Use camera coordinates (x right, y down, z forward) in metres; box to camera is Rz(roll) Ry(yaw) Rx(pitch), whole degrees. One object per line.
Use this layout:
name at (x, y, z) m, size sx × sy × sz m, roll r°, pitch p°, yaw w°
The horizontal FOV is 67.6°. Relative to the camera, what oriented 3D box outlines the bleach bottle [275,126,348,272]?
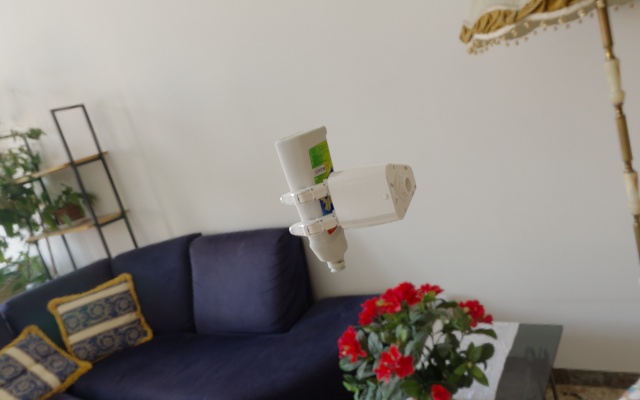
bleach bottle at (0.000, 0.003, 0.838) m, size 0.068 × 0.251 × 0.102 m, roll -9°, pitch 14°, yaw 34°
